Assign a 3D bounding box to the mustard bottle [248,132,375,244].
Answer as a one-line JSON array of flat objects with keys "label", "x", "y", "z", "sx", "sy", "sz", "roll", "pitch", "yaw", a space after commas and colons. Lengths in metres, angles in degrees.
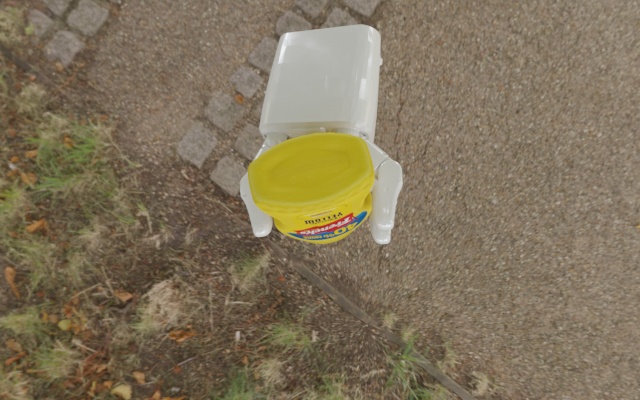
[{"label": "mustard bottle", "x": 0.000, "y": 0.002, "z": 0.445, "sx": 0.096, "sy": 0.058, "sz": 0.192, "roll": -15, "pitch": -17, "yaw": 1}]
